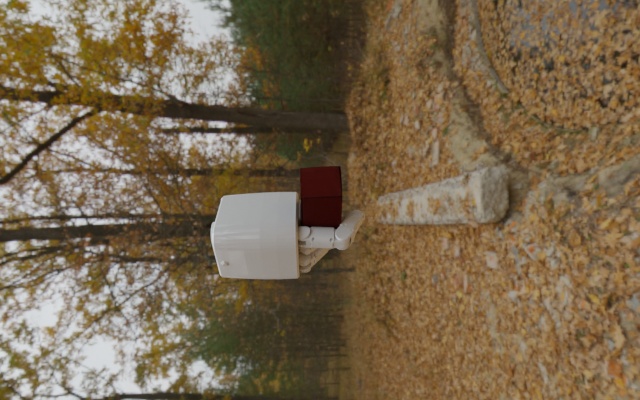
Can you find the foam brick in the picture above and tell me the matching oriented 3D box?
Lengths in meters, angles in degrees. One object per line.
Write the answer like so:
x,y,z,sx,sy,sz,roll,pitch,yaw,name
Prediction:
0.000,0.002,0.605,0.051,0.053,0.078,-1,-42,-1,foam brick
